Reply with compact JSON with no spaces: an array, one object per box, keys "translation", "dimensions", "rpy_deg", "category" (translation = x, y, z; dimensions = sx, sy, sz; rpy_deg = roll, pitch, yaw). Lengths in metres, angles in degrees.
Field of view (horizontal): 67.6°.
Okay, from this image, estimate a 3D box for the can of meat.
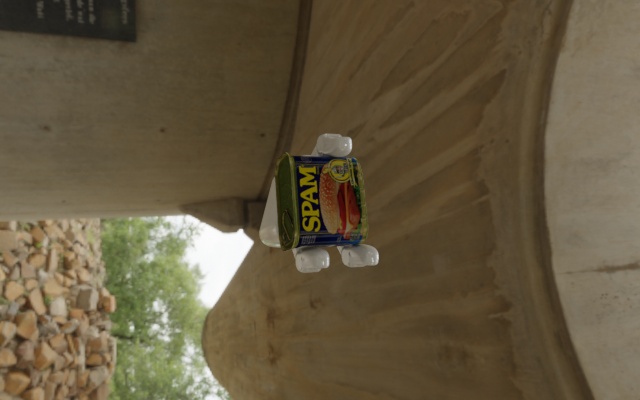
[{"translation":[0.000,0.002,0.517],"dimensions":[0.084,0.102,0.057],"rpy_deg":[0,-11,-22],"category":"can of meat"}]
